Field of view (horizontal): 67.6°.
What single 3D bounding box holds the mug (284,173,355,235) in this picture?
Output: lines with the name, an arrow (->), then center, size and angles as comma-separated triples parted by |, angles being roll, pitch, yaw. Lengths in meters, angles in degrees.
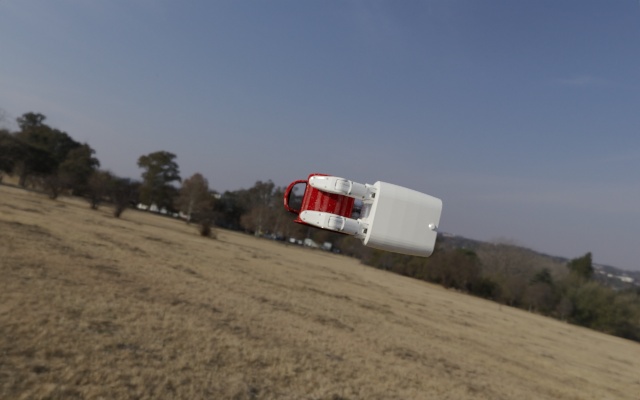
mug -> -0.001, 0.002, 0.761 | 0.117, 0.081, 0.093 | 14, -6, -10
